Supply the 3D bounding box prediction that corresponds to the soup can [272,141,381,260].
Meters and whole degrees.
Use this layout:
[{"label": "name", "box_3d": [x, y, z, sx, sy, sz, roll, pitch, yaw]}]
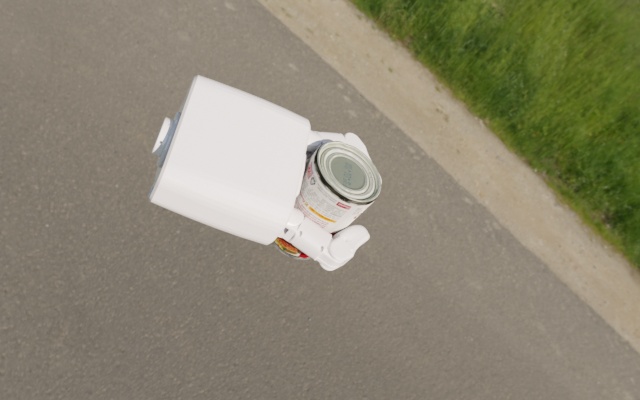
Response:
[{"label": "soup can", "box_3d": [0.001, 0.002, 0.439, 0.068, 0.068, 0.102, 0, -33, -36]}]
